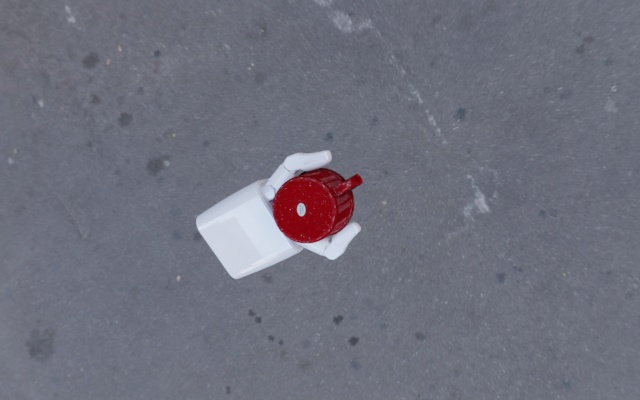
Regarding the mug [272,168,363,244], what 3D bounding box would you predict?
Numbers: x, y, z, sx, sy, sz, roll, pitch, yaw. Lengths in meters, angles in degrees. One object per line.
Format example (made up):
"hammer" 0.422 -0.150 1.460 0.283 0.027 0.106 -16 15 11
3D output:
"mug" 0.001 0.001 0.591 0.117 0.093 0.081 -28 -1 15
